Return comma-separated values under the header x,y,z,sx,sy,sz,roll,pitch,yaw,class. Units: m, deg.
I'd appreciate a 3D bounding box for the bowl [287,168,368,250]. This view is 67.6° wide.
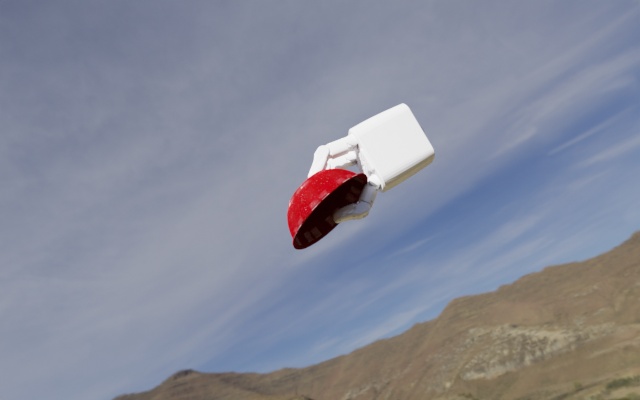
x,y,z,sx,sy,sz,roll,pitch,yaw,class
-0.001,0.003,0.758,0.055,0.162,0.162,44,16,18,bowl
